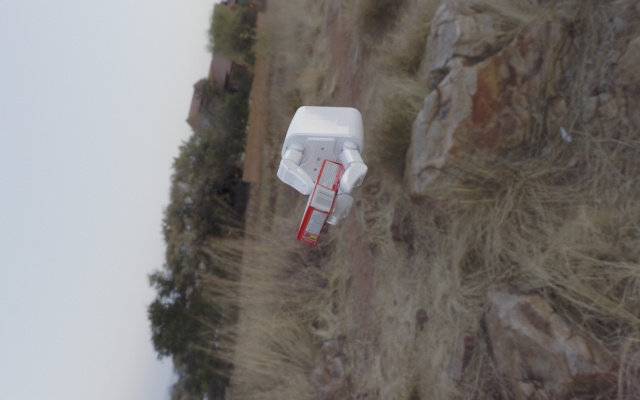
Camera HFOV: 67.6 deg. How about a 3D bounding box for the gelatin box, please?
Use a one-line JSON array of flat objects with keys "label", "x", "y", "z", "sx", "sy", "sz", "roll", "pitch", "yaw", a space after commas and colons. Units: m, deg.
[{"label": "gelatin box", "x": 0.000, "y": 0.002, "z": 0.618, "sx": 0.030, "sy": 0.089, "sz": 0.073, "roll": 20, "pitch": -42, "yaw": -3}]
